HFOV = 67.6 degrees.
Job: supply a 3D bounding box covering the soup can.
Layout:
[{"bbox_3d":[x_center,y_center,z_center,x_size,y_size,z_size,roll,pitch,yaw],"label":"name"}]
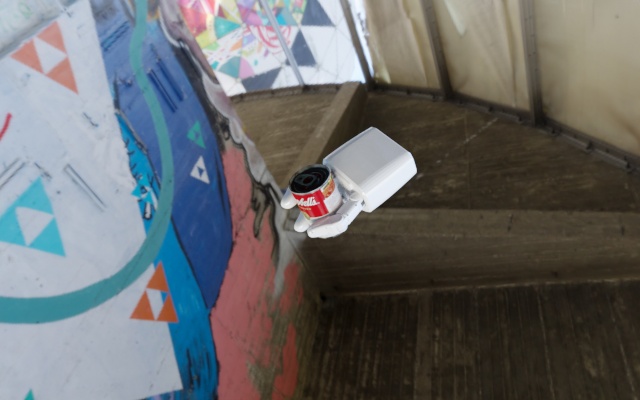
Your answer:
[{"bbox_3d":[0.000,0.003,0.751,0.068,0.102,0.068,-16,39,13],"label":"soup can"}]
